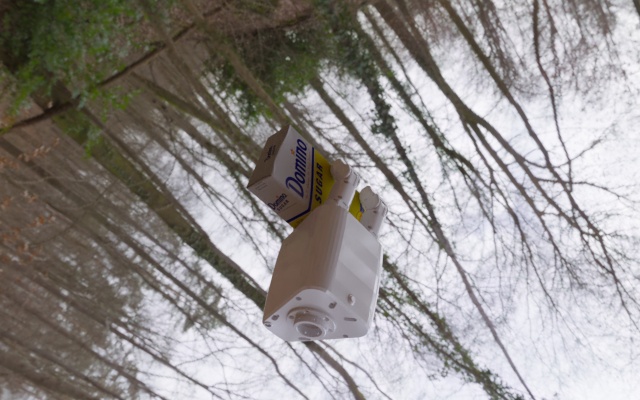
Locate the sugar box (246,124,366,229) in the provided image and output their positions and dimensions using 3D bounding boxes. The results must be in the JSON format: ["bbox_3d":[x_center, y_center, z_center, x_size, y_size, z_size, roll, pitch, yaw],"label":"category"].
[{"bbox_3d":[0.001,0.002,0.567,0.048,0.093,0.176,-26,-57,34],"label":"sugar box"}]
